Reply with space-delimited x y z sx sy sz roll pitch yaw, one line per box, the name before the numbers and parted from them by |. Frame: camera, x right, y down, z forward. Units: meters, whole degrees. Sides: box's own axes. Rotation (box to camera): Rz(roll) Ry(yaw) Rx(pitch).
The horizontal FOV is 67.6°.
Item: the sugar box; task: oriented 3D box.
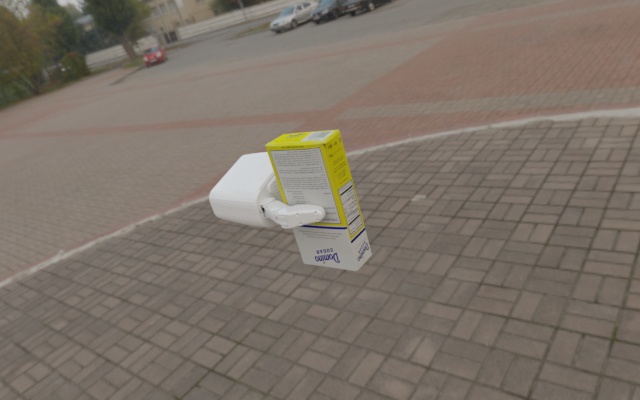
sugar box | 0.000 0.002 0.608 0.093 0.176 0.048 3 31 38
